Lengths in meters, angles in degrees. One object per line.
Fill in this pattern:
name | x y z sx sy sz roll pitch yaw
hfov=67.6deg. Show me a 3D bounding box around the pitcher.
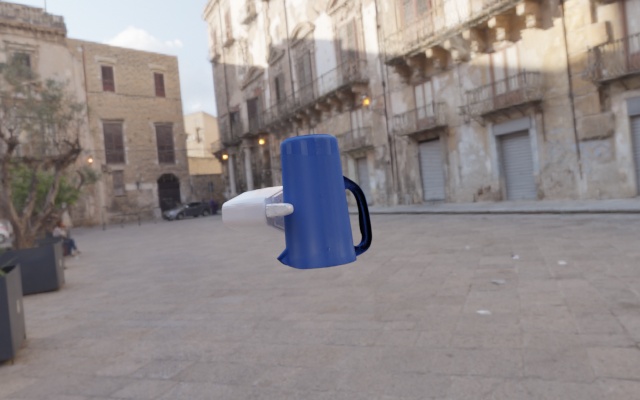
pitcher | 0.000 0.003 0.895 0.145 0.243 0.149 -6 0 28
